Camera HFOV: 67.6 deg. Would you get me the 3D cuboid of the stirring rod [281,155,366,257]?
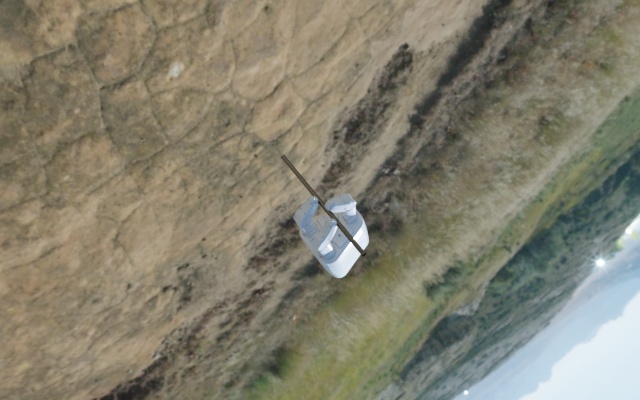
[{"bbox_3d":[0.000,0.003,0.797,0.011,0.011,0.239,0,43,-50],"label":"stirring rod"}]
